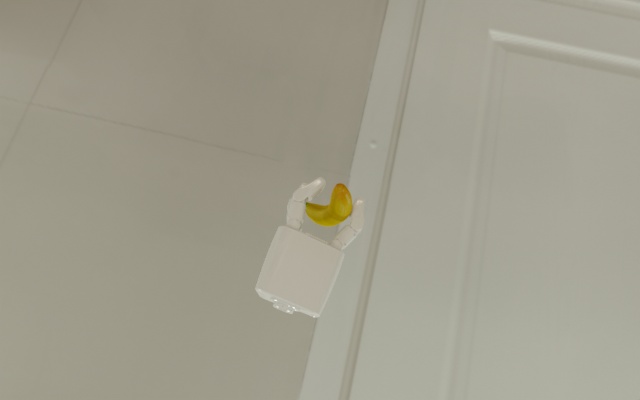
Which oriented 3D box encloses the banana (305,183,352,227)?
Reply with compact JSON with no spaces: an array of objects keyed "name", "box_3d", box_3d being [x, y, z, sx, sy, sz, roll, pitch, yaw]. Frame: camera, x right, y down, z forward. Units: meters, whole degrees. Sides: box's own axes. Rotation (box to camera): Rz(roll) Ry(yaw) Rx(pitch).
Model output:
[{"name":"banana","box_3d":[0.014,0.013,0.800,0.069,0.037,0.198,35,-19,-15]}]
